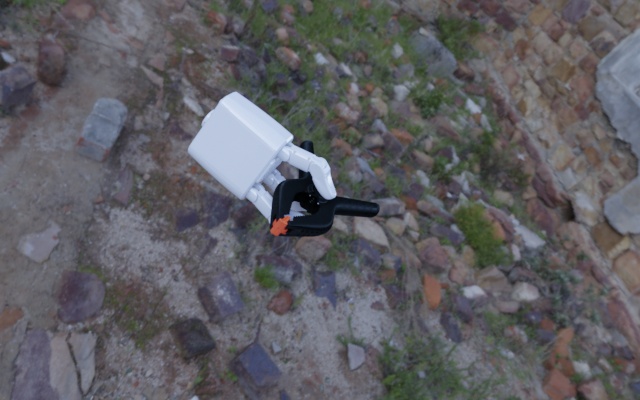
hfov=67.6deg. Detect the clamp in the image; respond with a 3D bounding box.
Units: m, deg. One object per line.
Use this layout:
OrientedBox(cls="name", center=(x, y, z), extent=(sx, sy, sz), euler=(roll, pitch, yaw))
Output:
OrientedBox(cls="clamp", center=(0.000, 0.002, 0.690), extent=(0.164, 0.036, 0.210), euler=(39, 35, 0))
